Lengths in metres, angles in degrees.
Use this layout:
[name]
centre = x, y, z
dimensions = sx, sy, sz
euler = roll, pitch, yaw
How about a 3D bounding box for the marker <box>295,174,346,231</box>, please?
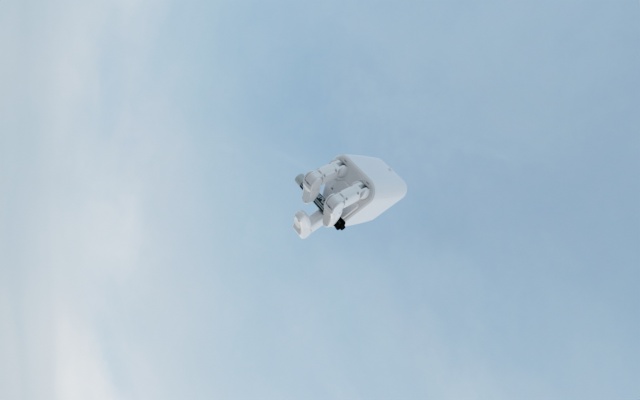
[marker]
centre = 0.000, 0.003, 0.761
dimensions = 0.020, 0.020, 0.121
euler = 0, 42, -52
